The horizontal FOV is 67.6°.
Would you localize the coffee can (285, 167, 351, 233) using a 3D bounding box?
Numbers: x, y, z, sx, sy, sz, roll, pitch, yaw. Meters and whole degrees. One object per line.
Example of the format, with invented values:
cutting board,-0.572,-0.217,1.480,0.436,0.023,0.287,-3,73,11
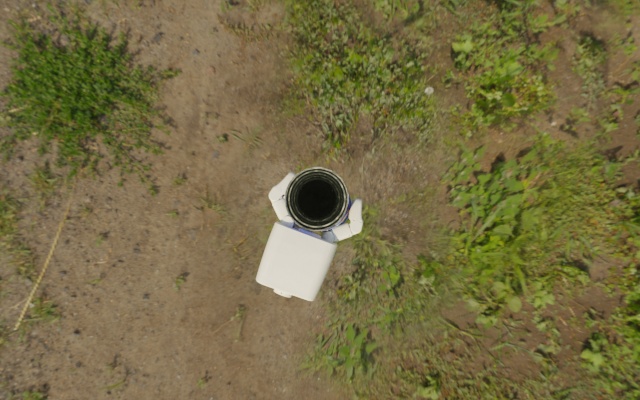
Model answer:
coffee can,0.000,0.003,0.819,0.103,0.103,0.140,0,-5,5
